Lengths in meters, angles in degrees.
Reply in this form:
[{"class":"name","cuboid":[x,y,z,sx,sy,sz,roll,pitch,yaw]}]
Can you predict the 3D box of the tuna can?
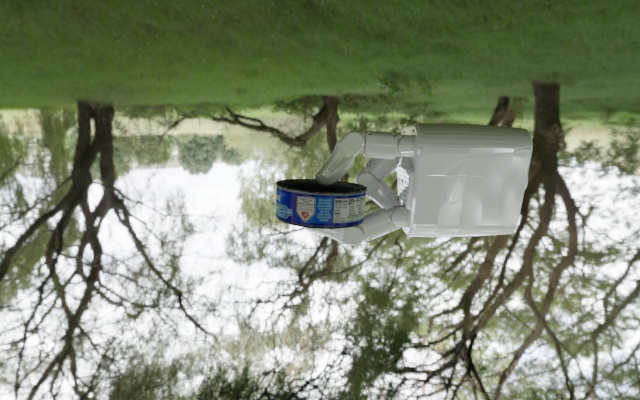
[{"class":"tuna can","cuboid":[0.000,0.002,0.452,0.086,0.034,0.086,3,10,-1]}]
